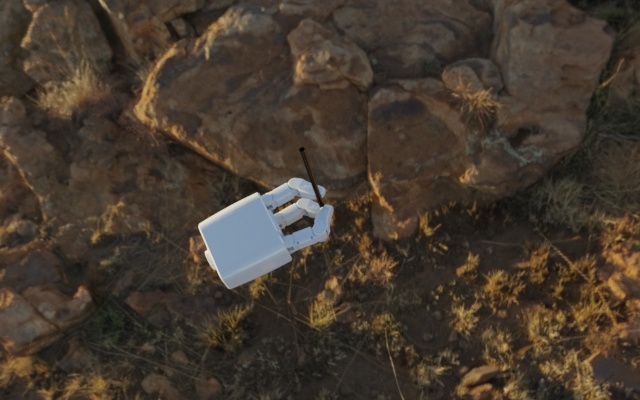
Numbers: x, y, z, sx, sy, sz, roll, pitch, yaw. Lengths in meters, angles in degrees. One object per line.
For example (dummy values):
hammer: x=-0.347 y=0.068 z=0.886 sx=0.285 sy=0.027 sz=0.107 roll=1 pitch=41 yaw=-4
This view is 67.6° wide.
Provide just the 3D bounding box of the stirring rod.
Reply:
stirring rod: x=0.000 y=0.003 z=0.734 sx=0.011 sy=0.011 sz=0.240 roll=0 pitch=-36 yaw=15
